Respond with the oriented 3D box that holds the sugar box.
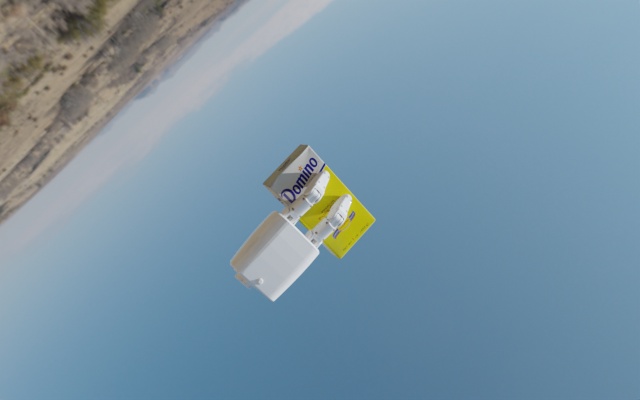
[{"bbox_3d":[0.000,0.003,0.780,0.176,0.093,0.048,46,-10,-23],"label":"sugar box"}]
